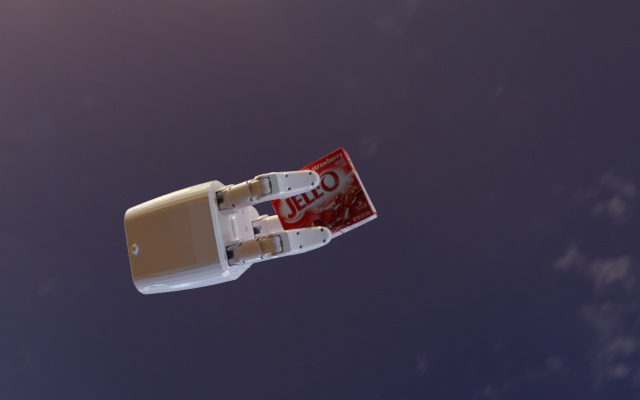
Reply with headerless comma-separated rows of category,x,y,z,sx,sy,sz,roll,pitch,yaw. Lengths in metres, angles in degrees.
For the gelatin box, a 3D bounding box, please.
gelatin box,0.000,0.001,0.470,0.089,0.073,0.030,-27,-11,9
